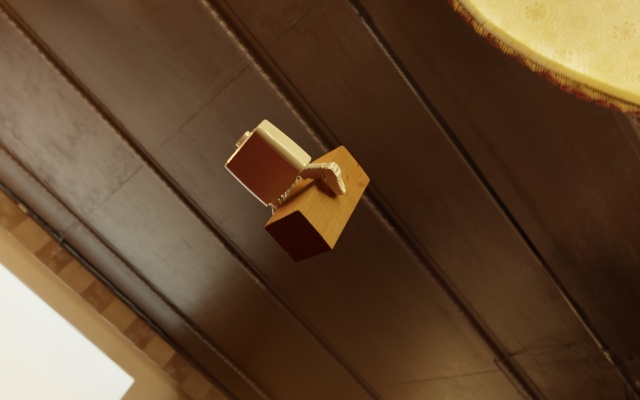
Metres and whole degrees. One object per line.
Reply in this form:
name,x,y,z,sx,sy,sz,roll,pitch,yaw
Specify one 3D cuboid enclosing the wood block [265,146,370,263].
wood block,0.000,0.002,0.857,0.091,0.090,0.206,-26,21,39
